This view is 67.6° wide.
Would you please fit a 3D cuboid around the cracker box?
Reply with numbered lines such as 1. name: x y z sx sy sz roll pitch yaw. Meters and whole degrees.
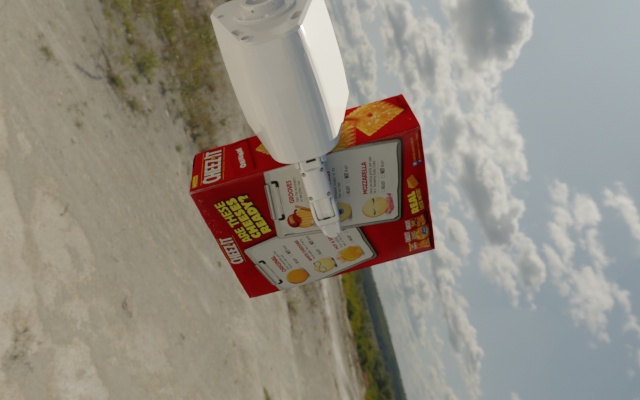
1. cracker box: 0.000 0.002 0.492 0.214 0.164 0.072 -15 41 4
